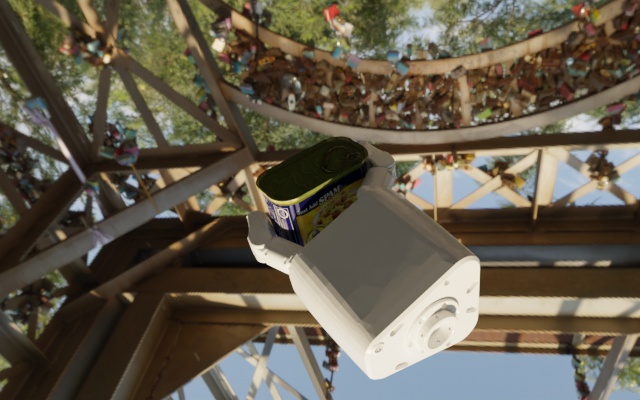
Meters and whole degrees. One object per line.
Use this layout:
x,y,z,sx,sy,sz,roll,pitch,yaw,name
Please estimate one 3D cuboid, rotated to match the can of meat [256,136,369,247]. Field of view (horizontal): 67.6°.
0.000,0.002,0.449,0.102,0.084,0.057,-30,41,-21,can of meat
